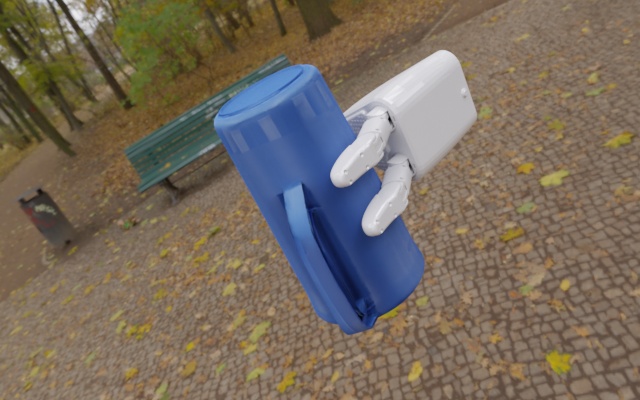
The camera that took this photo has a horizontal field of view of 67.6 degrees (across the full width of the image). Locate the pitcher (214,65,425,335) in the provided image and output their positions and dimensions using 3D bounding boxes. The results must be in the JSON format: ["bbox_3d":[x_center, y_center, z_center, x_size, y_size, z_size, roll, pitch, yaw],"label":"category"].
[{"bbox_3d":[0.000,0.001,0.469,0.145,0.243,0.149,-41,27,-23],"label":"pitcher"}]
